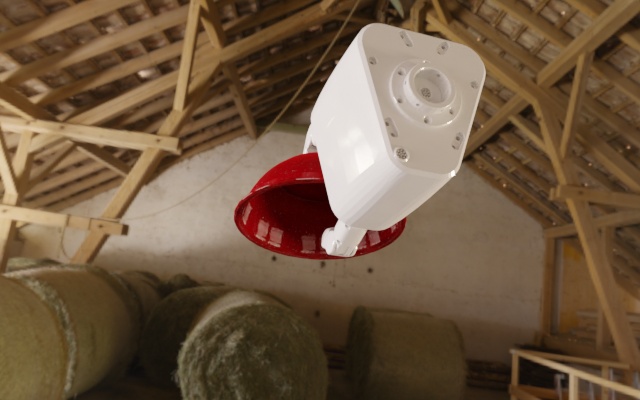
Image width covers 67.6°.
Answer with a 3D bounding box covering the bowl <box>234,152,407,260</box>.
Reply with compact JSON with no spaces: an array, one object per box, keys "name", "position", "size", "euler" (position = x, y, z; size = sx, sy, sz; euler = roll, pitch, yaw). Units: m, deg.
[{"name":"bowl","position":[-0.001,0.002,0.465],"size":[0.162,0.055,0.162],"euler":[1,-31,1]}]
